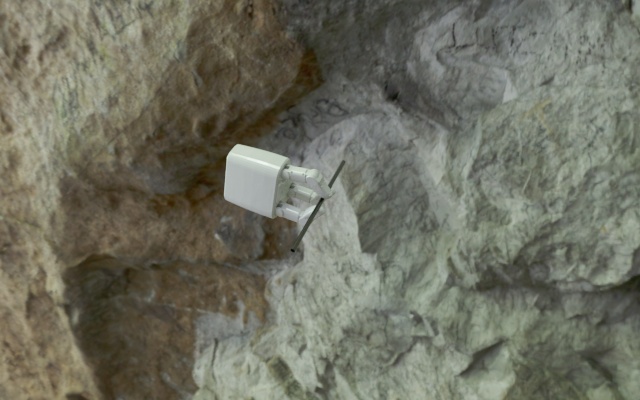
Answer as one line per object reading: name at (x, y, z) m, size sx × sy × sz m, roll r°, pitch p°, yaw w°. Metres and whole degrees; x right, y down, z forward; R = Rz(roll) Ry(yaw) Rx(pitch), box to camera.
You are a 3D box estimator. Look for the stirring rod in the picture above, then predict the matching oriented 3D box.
stirring rod at (0.000, 0.003, 0.849) m, size 0.011 × 0.011 × 0.239 m, roll 0°, pitch 41°, yaw 30°
